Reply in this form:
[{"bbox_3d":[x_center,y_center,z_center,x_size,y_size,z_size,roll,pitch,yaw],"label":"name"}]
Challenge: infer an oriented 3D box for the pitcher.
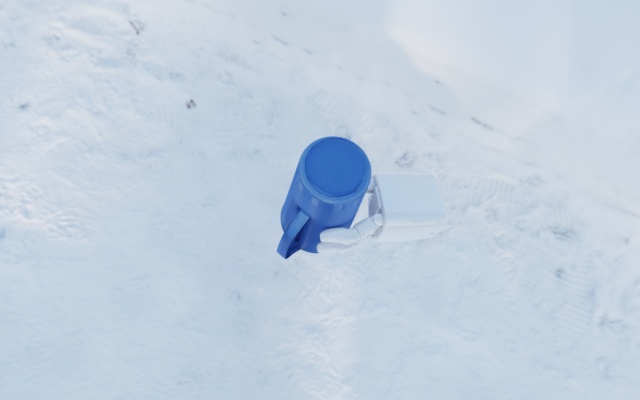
[{"bbox_3d":[0.000,0.003,0.786,0.145,0.149,0.243,-2,-20,-9],"label":"pitcher"}]
